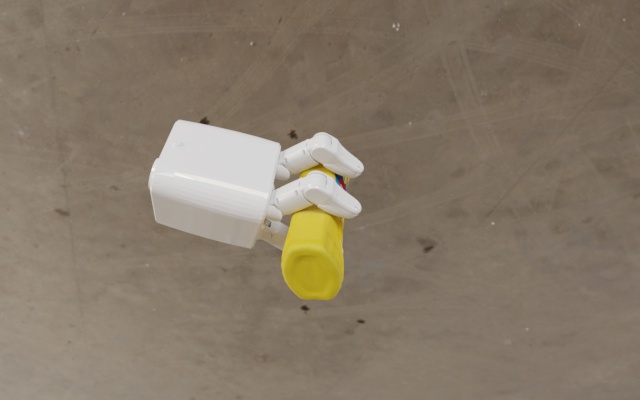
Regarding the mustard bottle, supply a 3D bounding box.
[{"bbox_3d":[0.000,0.002,0.508,0.058,0.191,0.096,-1,-42,9],"label":"mustard bottle"}]
